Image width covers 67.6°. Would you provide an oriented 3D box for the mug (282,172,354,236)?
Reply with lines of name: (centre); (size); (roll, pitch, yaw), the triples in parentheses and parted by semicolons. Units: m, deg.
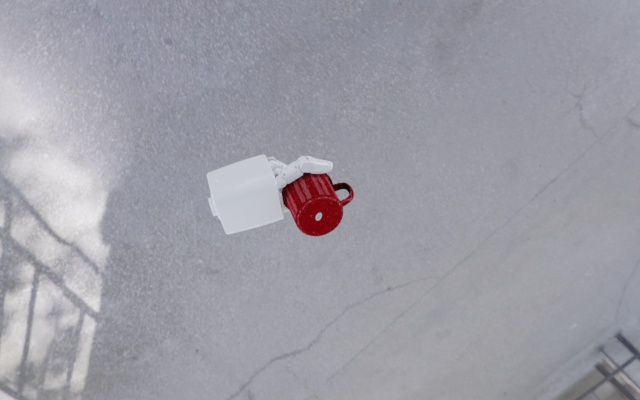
mug: (0.002, 0.002, 0.799); (0.117, 0.093, 0.081); (-17, 37, -8)
